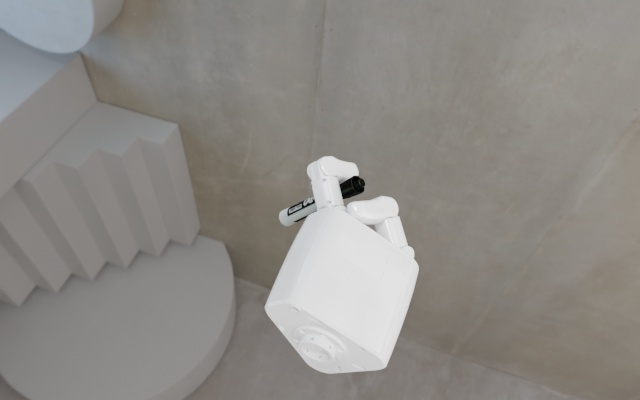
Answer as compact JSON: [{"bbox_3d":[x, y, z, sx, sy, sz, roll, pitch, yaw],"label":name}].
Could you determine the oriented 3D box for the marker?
[{"bbox_3d":[0.000,0.002,0.498,0.020,0.020,0.121,0,-18,-44],"label":"marker"}]
